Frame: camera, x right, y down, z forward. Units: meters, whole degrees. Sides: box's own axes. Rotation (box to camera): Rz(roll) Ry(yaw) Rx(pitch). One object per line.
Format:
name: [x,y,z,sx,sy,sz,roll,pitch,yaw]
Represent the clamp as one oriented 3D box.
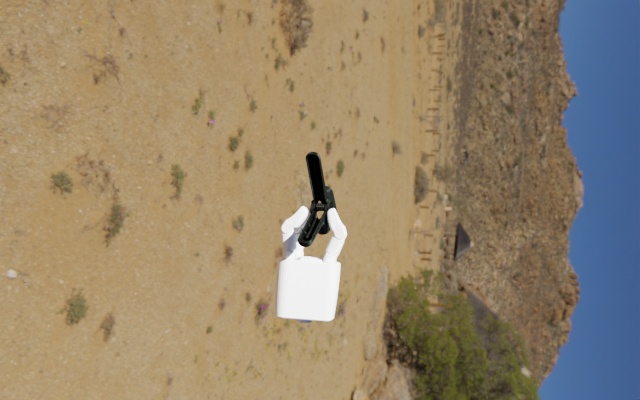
clamp: [0.001,0.003,0.896,0.036,0.164,0.210,4,-3,14]
